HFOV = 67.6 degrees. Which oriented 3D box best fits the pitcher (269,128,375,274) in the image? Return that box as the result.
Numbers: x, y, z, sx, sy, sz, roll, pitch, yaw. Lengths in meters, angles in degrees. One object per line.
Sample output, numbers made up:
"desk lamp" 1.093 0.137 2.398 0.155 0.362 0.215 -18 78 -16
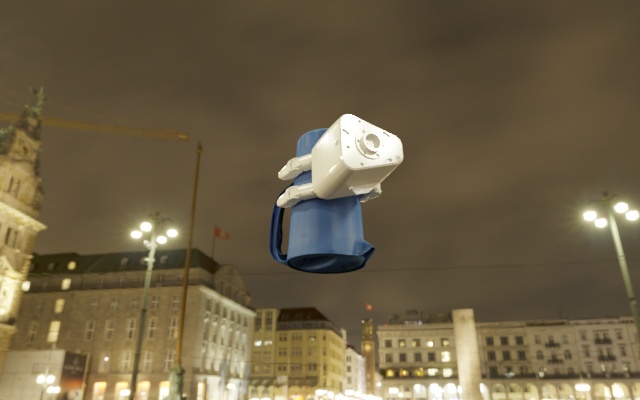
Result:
"pitcher" 0.000 0.003 0.842 0.149 0.242 0.145 9 -24 -20
